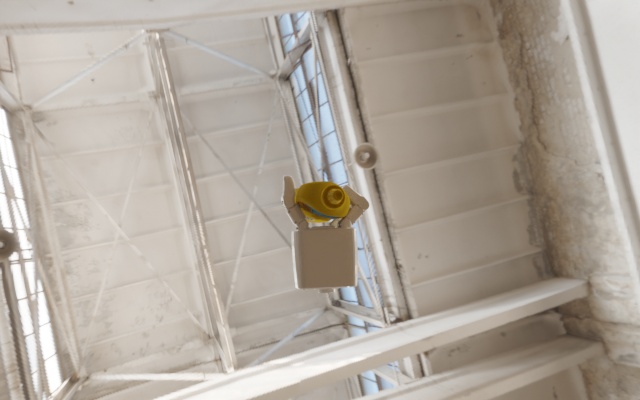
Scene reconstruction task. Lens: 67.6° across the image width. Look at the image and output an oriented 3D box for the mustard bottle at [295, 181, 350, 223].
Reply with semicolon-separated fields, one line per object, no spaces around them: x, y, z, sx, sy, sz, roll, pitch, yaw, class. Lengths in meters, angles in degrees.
0.000;0.003;0.862;0.096;0.058;0.191;24;-13;-13;mustard bottle
